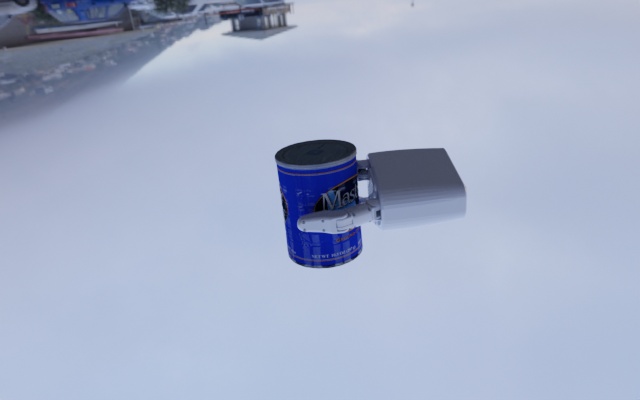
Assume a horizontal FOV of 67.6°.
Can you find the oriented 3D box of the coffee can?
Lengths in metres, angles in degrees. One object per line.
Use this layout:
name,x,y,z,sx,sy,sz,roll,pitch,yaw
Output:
coffee can,0.000,0.002,0.621,0.103,0.140,0.102,-5,23,2
